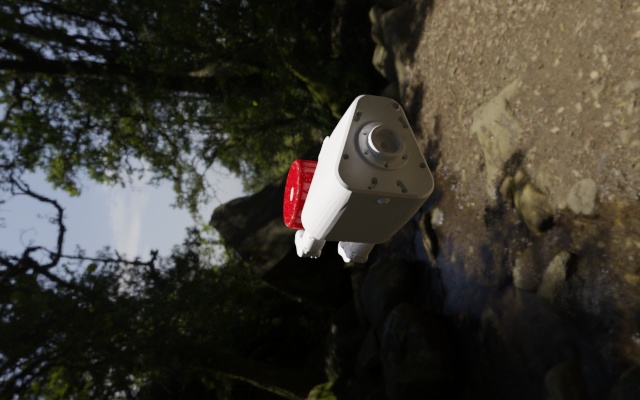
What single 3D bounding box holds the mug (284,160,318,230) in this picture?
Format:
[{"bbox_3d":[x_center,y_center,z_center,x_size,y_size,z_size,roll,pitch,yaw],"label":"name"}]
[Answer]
[{"bbox_3d":[-0.001,0.002,0.579,0.081,0.093,0.117,7,-29,-14],"label":"mug"}]
